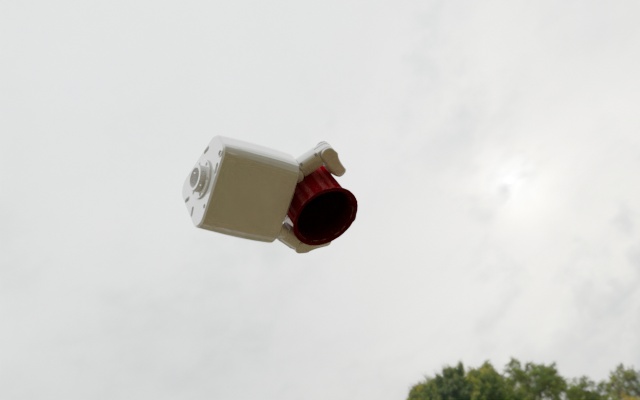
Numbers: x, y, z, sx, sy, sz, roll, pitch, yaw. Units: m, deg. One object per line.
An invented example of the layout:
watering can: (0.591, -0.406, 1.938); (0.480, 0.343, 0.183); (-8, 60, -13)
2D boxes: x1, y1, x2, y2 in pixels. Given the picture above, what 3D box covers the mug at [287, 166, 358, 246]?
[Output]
mug: (0.001, 0.002, 0.652); (0.117, 0.093, 0.081); (15, 26, -38)
